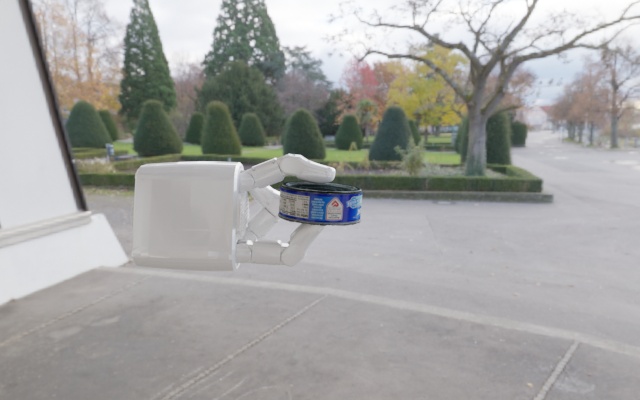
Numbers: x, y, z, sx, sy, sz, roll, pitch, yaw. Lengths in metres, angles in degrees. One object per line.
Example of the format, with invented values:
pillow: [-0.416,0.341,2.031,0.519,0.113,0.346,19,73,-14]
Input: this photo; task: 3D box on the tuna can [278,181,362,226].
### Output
tuna can: [0.000,0.001,0.491,0.086,0.034,0.086,4,8,-1]
